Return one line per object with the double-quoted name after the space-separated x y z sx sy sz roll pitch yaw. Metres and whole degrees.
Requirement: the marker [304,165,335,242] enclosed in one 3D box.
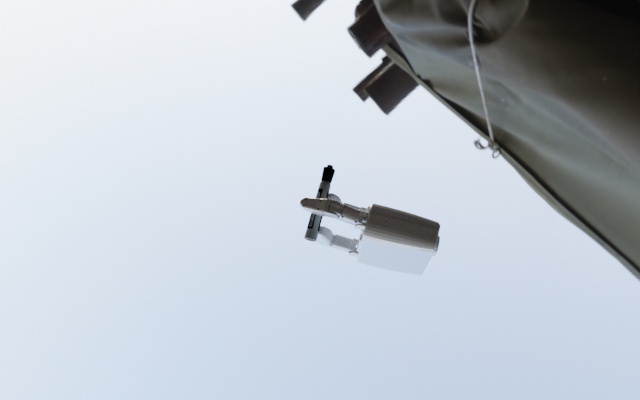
0.000 0.002 0.720 0.020 0.121 0.020 14 -16 4 "marker"
